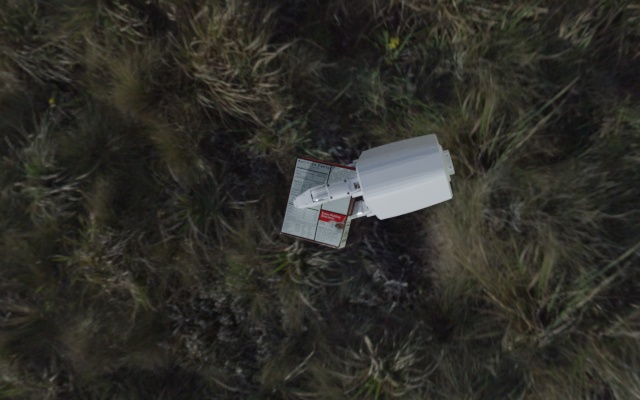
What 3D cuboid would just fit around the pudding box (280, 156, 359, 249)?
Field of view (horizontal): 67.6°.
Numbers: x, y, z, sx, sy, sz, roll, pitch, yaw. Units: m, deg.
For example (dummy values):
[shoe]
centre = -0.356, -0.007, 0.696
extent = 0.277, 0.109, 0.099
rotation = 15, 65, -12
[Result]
[pudding box]
centre = 0.000, 0.002, 0.661
extent = 0.090, 0.113, 0.039
rotation = 14, 2, 13
